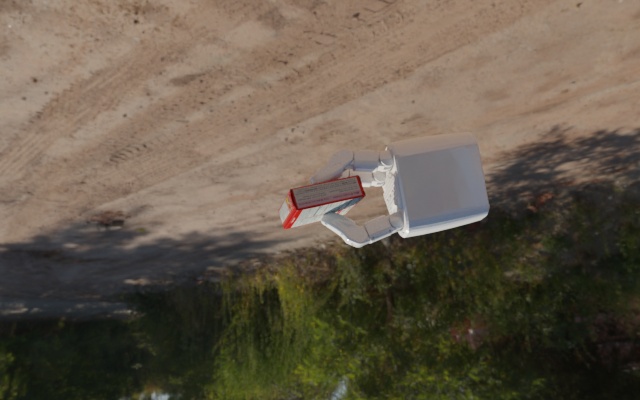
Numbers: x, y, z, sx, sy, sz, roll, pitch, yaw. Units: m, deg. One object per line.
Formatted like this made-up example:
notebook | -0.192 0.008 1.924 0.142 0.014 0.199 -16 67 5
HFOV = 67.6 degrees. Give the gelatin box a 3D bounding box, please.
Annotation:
gelatin box | 0.000 0.002 0.574 0.089 0.030 0.073 -13 -15 -20
